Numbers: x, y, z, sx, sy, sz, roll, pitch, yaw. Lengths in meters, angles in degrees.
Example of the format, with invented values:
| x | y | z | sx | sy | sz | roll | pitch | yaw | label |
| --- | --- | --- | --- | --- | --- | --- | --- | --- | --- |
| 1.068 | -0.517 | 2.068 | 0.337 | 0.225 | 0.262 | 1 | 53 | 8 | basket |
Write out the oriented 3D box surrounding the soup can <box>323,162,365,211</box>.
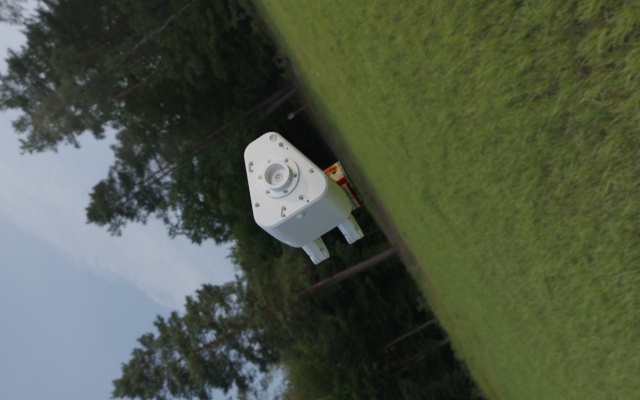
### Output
| x | y | z | sx | sy | sz | roll | pitch | yaw | label |
| --- | --- | --- | --- | --- | --- | --- | --- | --- | --- |
| 0.000 | 0.002 | 0.652 | 0.102 | 0.068 | 0.068 | -32 | -4 | 6 | soup can |
